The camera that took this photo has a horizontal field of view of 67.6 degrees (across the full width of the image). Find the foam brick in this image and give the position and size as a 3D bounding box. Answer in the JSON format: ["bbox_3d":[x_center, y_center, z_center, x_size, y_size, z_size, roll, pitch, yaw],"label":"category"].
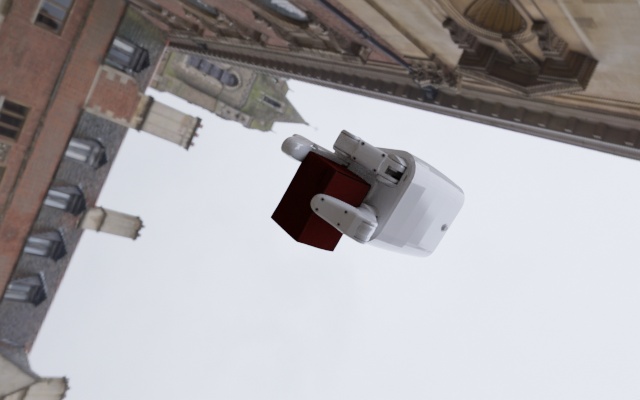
[{"bbox_3d":[0.000,0.002,0.460,0.051,0.078,0.053,21,13,-42],"label":"foam brick"}]
